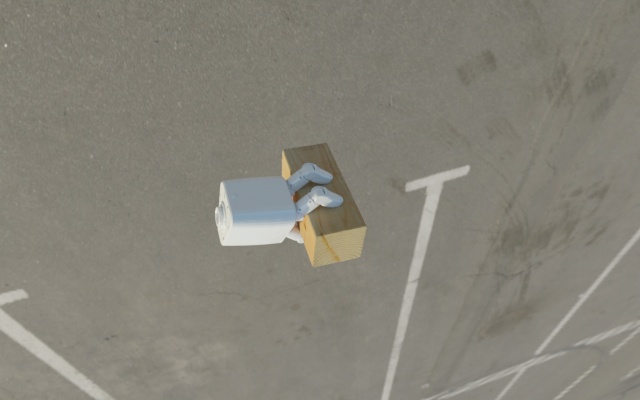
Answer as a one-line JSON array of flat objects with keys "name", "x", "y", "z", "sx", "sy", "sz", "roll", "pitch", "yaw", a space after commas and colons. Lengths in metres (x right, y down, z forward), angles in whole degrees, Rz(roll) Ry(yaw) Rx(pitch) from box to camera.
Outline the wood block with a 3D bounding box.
[{"name": "wood block", "x": 0.000, "y": 0.003, "z": 0.852, "sx": 0.090, "sy": 0.206, "sz": 0.091, "roll": -11, "pitch": -39, "yaw": -14}]
